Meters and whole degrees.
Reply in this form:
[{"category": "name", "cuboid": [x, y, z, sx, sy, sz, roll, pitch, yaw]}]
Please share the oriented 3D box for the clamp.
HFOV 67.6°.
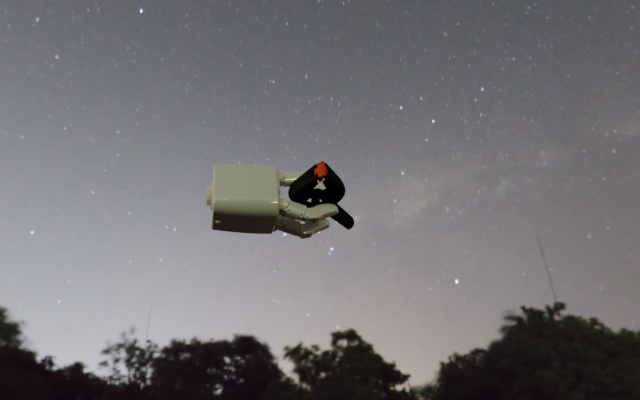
[{"category": "clamp", "cuboid": [0.000, 0.002, 0.825, 0.164, 0.036, 0.210, 1, -30, -14]}]
